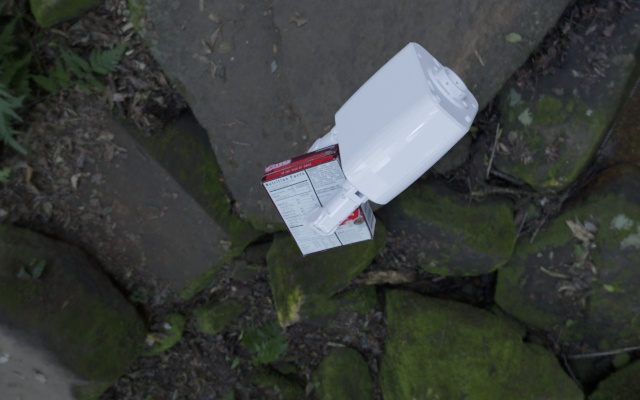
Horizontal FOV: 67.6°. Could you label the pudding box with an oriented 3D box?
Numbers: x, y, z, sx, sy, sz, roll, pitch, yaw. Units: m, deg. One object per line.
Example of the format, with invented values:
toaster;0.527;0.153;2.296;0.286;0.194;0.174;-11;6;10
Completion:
pudding box;0.000;0.002;0.521;0.090;0.113;0.039;-15;31;19
